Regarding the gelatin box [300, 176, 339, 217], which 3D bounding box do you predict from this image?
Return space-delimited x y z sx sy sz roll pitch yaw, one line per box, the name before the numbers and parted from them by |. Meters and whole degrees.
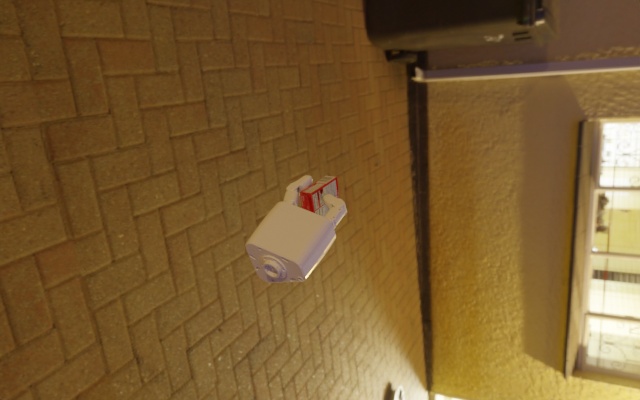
gelatin box | 0.001 0.003 0.893 0.030 0.073 0.089 10 29 34
